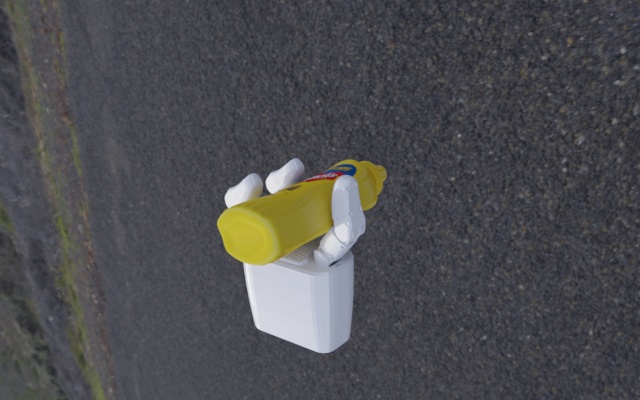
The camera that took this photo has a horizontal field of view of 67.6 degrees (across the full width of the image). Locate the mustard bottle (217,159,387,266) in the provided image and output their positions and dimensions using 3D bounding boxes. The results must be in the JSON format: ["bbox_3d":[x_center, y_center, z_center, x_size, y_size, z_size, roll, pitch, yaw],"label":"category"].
[{"bbox_3d":[0.000,0.001,0.479,0.191,0.058,0.096,-25,10,-38],"label":"mustard bottle"}]
